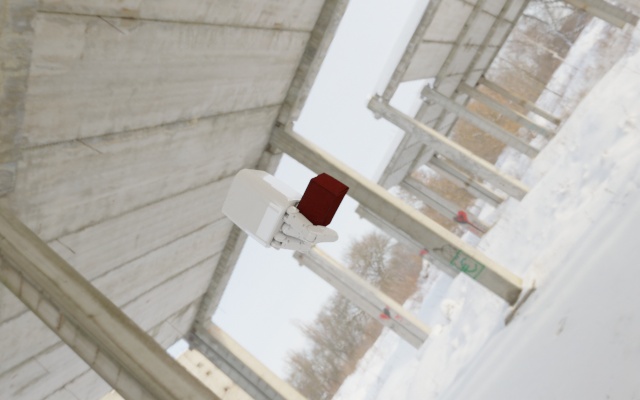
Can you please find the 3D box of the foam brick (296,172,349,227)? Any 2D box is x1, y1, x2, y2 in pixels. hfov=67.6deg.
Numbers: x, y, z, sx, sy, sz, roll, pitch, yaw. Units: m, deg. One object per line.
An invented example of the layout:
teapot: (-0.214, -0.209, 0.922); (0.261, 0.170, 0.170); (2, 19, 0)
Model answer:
foam brick: (0.000, 0.002, 0.771); (0.051, 0.078, 0.053); (35, 28, 15)
